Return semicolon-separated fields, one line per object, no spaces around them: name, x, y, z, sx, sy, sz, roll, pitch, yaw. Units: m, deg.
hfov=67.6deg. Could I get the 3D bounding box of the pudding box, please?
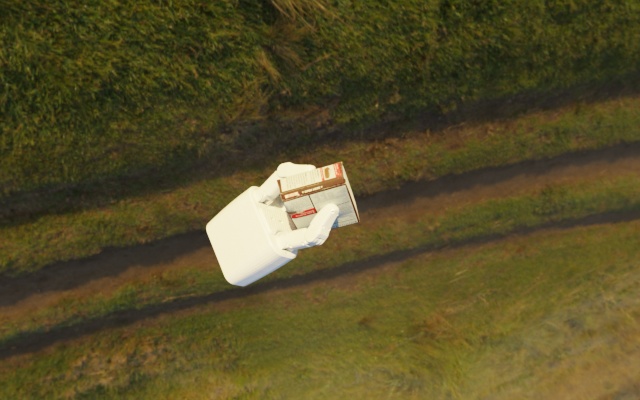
pudding box;0.000;0.002;0.653;0.090;0.039;0.114;-16;-31;5
